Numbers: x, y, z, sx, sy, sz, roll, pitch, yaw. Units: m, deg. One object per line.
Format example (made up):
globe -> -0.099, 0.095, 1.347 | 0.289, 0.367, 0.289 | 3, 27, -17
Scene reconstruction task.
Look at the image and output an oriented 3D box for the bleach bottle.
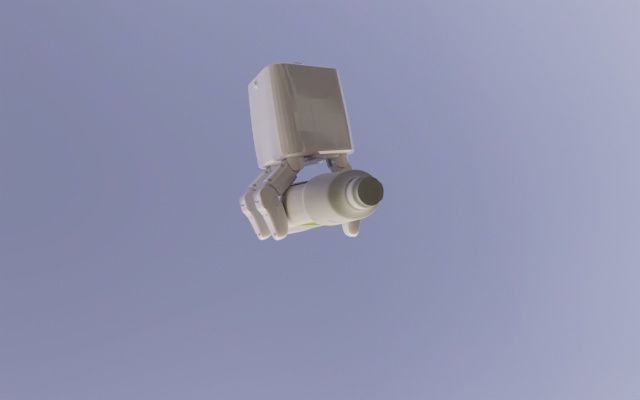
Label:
bleach bottle -> 0.000, 0.002, 0.555 | 0.102, 0.068, 0.251 | -9, -1, -26
